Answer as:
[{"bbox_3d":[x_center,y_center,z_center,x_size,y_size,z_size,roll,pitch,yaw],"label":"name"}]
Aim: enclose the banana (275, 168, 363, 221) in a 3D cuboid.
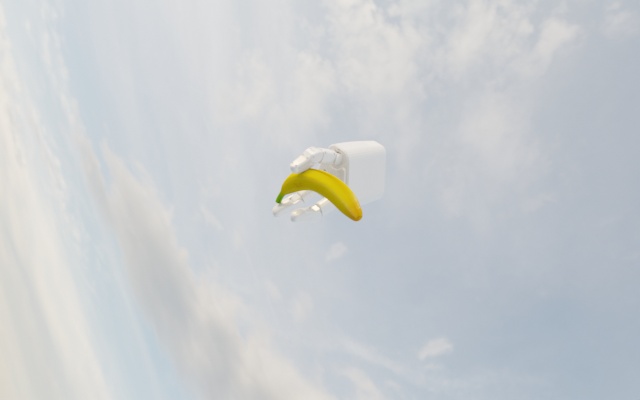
[{"bbox_3d":[-0.002,-0.016,0.781,0.037,0.069,0.198,-9,14,-42],"label":"banana"}]
